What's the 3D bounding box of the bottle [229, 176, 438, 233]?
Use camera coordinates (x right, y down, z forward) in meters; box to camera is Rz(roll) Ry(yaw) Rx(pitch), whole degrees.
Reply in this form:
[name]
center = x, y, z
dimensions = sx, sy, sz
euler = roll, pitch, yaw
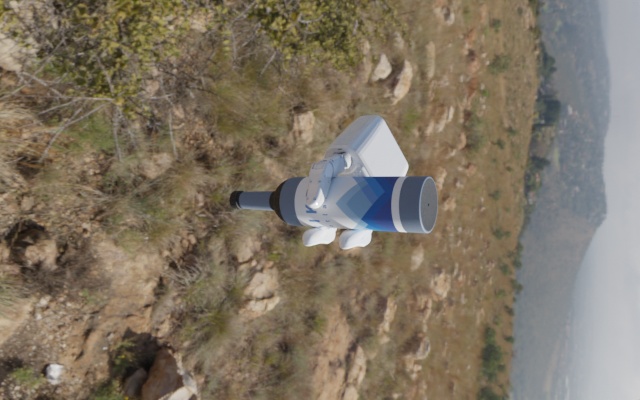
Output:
[bottle]
center = 0.000, 0.002, 0.629
dimensions = 0.295, 0.069, 0.069
euler = 1, 1, 31
